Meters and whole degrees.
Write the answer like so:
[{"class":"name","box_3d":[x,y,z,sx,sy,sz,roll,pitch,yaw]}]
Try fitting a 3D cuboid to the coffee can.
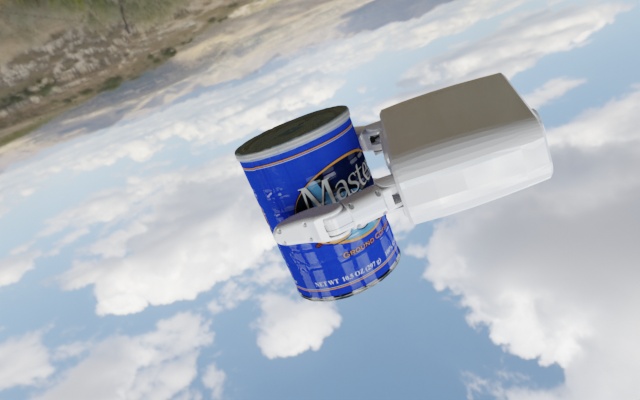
[{"class":"coffee can","box_3d":[0.000,0.001,0.421,0.103,0.140,0.102,-20,18,7]}]
